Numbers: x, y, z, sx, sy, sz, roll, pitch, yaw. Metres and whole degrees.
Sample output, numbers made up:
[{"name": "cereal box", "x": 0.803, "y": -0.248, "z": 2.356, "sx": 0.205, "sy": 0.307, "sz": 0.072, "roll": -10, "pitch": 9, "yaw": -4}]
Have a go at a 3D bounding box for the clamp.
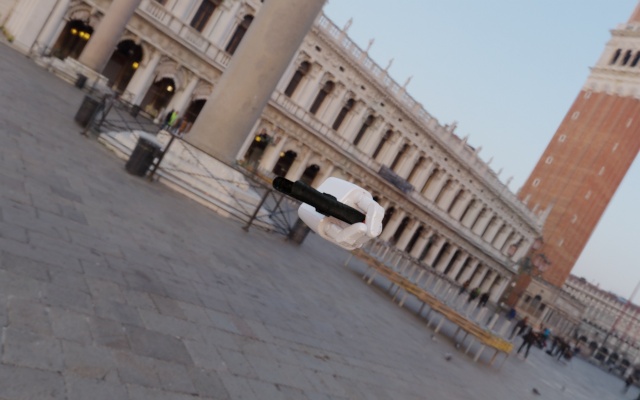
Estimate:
[{"name": "clamp", "x": 0.001, "y": 0.002, "z": 0.791, "sx": 0.171, "sy": 0.039, "sz": 0.120, "roll": 29, "pitch": 1, "yaw": -30}]
